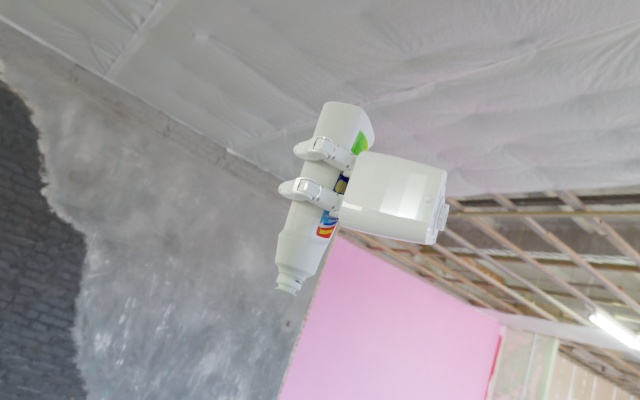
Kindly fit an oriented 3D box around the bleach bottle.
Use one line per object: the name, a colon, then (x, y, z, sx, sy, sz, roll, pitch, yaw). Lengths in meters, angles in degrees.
bleach bottle: (0.000, 0.002, 0.625, 0.068, 0.250, 0.103, 14, -17, 20)
